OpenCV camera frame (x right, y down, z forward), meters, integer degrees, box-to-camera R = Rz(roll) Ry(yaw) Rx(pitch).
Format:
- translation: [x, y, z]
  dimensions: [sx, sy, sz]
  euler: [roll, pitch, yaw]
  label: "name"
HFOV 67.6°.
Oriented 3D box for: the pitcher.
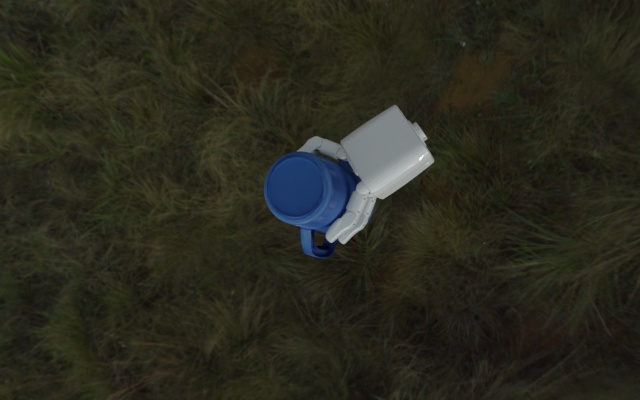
- translation: [0.000, 0.002, 0.796]
  dimensions: [0.145, 0.149, 0.243]
  euler: [-34, -14, 13]
  label: "pitcher"
